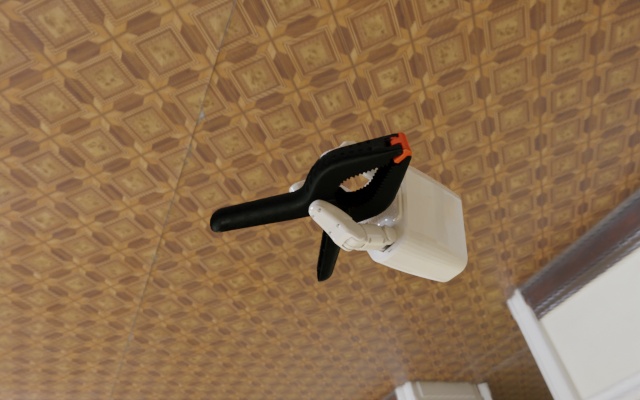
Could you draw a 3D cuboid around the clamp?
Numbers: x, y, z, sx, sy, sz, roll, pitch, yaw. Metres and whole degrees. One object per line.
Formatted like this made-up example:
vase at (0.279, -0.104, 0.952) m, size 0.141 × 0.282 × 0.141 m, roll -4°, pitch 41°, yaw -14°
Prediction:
clamp at (0.001, 0.002, 0.483) m, size 0.164 × 0.036 × 0.210 m, roll 24°, pitch -53°, yaw -30°
